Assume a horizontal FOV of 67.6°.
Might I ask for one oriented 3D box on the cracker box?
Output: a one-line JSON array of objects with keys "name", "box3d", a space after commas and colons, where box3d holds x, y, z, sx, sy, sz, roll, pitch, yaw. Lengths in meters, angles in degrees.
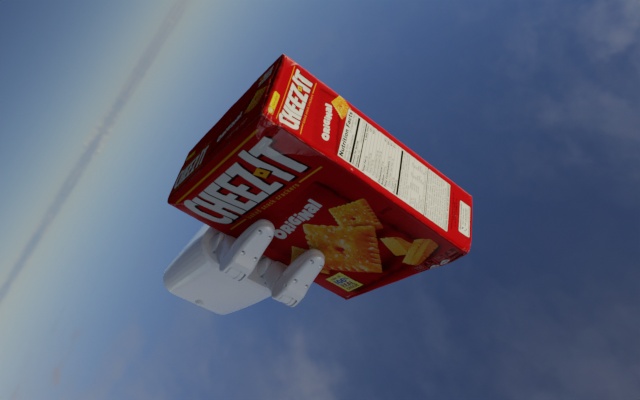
[{"name": "cracker box", "box3d": [0.000, 0.001, 0.421, 0.214, 0.072, 0.164, 32, -40, -25]}]
